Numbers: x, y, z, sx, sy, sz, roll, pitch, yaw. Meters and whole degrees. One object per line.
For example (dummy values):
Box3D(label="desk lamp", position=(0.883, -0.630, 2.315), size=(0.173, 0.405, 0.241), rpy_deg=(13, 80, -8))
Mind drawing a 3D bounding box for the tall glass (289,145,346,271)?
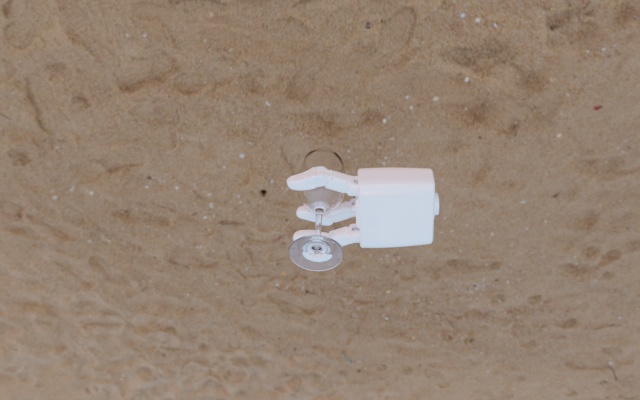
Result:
Box3D(label="tall glass", position=(0.000, 0.003, 0.708), size=(0.079, 0.079, 0.200), rpy_deg=(0, 44, 4))
